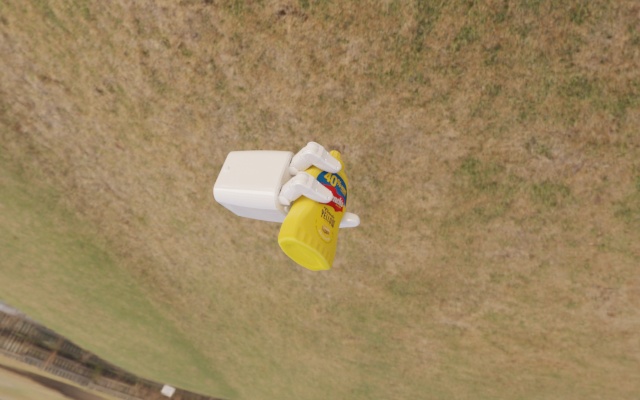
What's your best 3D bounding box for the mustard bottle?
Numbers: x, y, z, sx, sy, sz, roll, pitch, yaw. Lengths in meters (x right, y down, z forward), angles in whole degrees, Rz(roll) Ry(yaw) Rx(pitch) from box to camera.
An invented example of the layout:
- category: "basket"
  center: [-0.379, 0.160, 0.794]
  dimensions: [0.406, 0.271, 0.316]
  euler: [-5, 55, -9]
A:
- category: "mustard bottle"
  center: [0.000, 0.003, 0.723]
  dimensions: [0.058, 0.191, 0.096]
  euler: [-12, -42, 38]
